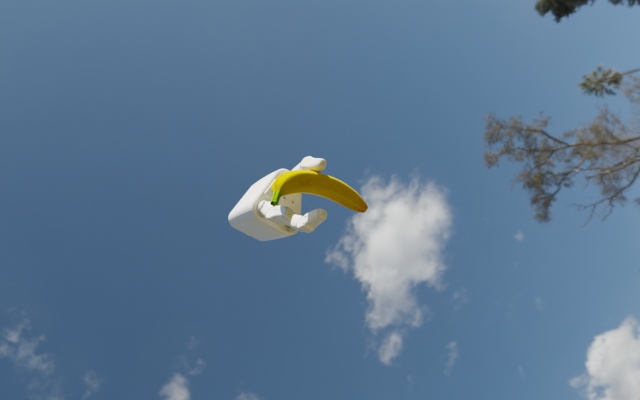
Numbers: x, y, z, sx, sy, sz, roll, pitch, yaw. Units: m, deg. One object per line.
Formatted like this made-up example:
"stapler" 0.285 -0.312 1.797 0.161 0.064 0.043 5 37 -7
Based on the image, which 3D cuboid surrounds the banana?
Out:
"banana" -0.006 -0.015 0.778 0.198 0.069 0.037 4 -22 -37
